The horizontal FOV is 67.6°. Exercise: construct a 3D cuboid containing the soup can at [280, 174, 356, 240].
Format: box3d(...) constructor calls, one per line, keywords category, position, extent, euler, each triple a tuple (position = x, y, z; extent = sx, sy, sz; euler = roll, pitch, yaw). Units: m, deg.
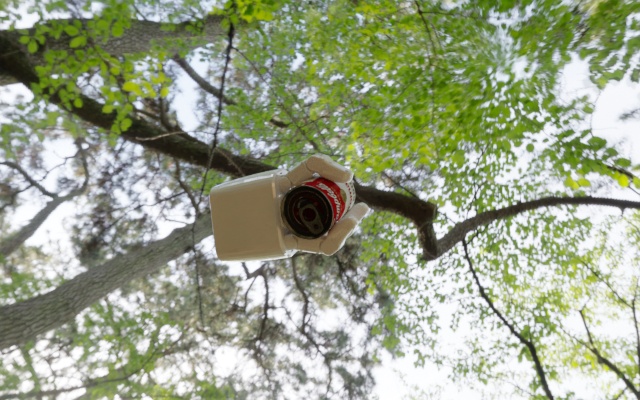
box3d(category="soup can", position=(0.001, 0.002, 0.614), extent=(0.068, 0.068, 0.102), euler=(0, 15, 21))
